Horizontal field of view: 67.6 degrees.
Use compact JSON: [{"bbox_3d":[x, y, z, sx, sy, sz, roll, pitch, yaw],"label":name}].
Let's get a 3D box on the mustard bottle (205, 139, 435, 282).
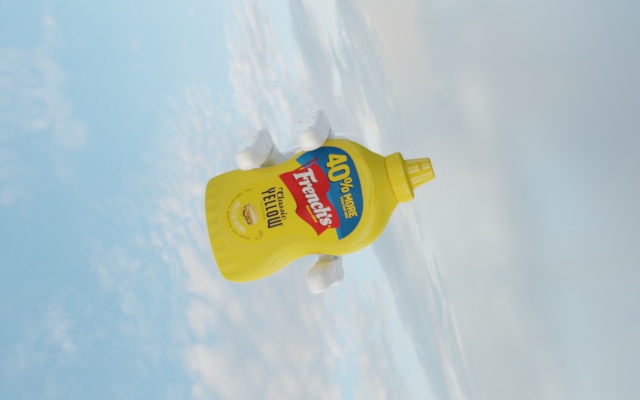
[{"bbox_3d":[0.000,0.001,0.401,0.191,0.096,0.058,-17,-17,14],"label":"mustard bottle"}]
